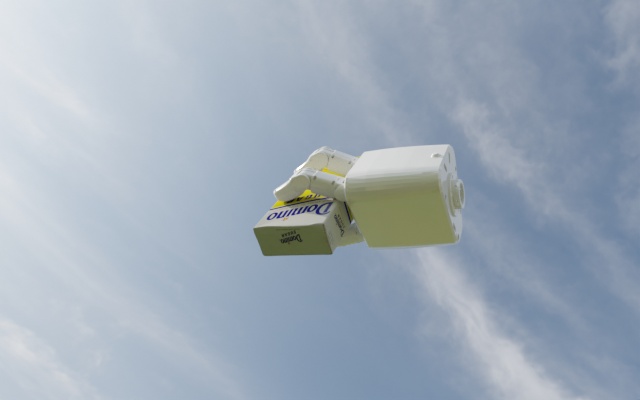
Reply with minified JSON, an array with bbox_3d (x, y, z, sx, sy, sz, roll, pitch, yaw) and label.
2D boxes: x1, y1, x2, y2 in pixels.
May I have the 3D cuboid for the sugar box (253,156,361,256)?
[{"bbox_3d":[0.000,0.001,0.593,0.093,0.048,0.176,-5,25,27],"label":"sugar box"}]
